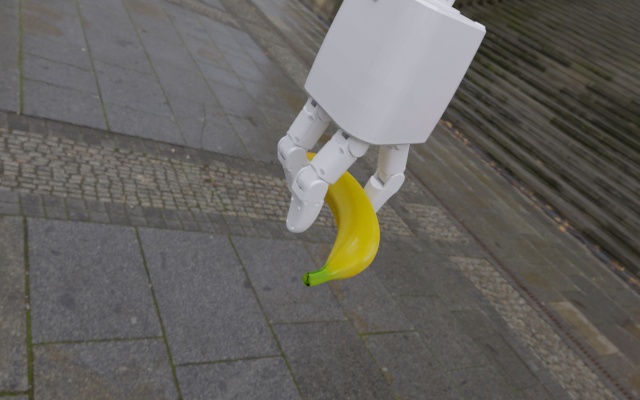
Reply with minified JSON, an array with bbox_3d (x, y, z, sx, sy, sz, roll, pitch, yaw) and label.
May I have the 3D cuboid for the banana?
[{"bbox_3d":[0.018,0.008,0.446,0.069,0.037,0.197,16,30,-14],"label":"banana"}]
